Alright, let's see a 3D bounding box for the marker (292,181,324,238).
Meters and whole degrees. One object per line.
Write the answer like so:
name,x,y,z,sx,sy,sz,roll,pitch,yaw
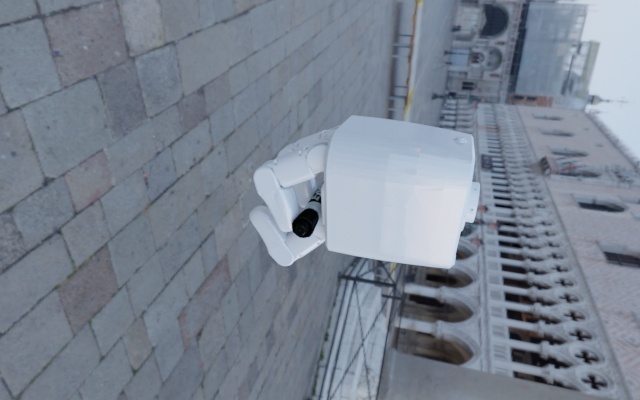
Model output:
marker,0.000,0.001,0.431,0.020,0.020,0.121,0,22,17
